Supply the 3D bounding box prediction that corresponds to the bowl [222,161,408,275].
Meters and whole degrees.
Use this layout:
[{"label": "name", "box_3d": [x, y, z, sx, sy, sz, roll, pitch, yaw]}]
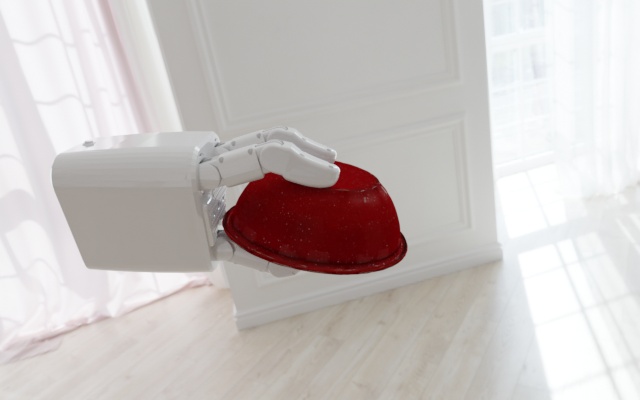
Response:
[{"label": "bowl", "box_3d": [0.001, 0.001, 0.409, 0.162, 0.055, 0.162, 9, 19, -3]}]
